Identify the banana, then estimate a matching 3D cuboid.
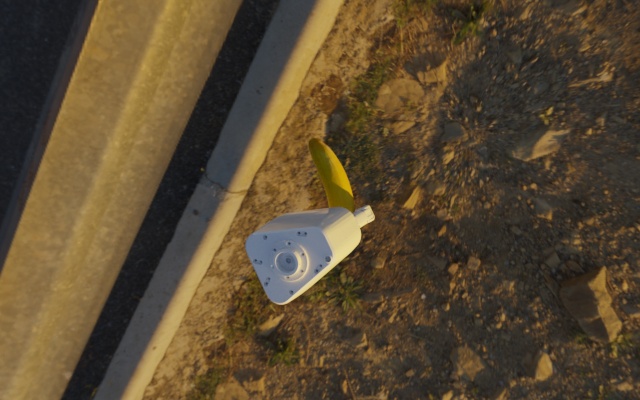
[{"bbox_3d":[0.018,0.006,0.705,0.069,0.198,0.037,2,11,21],"label":"banana"}]
